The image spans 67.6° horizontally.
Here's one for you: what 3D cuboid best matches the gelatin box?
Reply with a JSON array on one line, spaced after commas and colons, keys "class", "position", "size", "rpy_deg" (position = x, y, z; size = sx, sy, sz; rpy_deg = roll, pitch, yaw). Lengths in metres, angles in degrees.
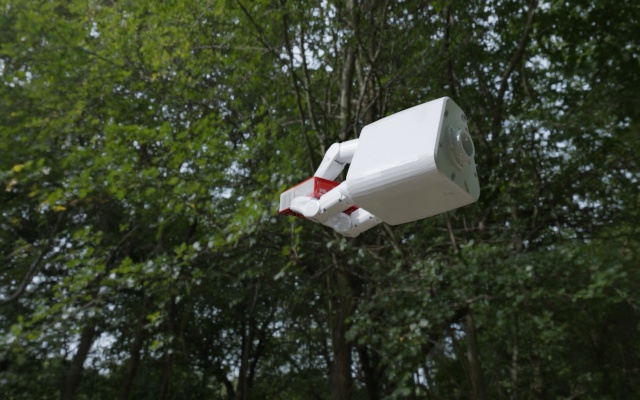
[{"class": "gelatin box", "position": [0.000, 0.002, 0.614], "size": [0.073, 0.030, 0.089], "rpy_deg": [16, -23, -31]}]
